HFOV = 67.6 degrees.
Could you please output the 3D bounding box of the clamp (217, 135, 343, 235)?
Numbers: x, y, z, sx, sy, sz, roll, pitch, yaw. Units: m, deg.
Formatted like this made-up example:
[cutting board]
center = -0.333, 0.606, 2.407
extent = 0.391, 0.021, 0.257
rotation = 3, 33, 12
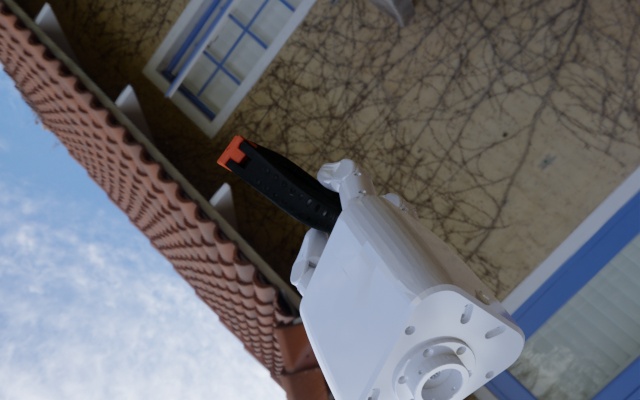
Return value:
[clamp]
center = -0.001, 0.002, 0.436
extent = 0.210, 0.036, 0.164
rotation = 33, 10, -27
